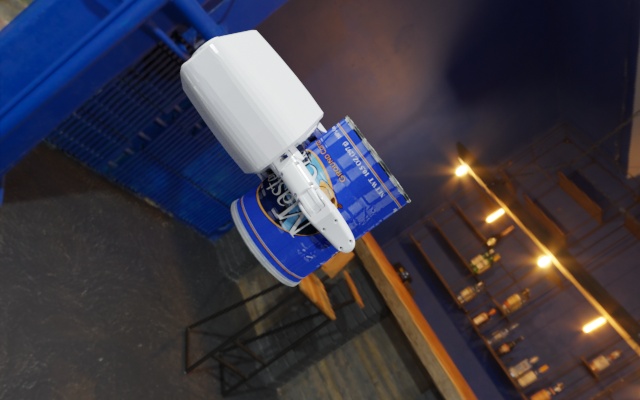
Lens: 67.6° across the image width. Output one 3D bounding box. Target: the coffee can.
[{"bbox_3d":[0.000,0.002,0.463,0.140,0.103,0.103,-37,-6,7],"label":"coffee can"}]
